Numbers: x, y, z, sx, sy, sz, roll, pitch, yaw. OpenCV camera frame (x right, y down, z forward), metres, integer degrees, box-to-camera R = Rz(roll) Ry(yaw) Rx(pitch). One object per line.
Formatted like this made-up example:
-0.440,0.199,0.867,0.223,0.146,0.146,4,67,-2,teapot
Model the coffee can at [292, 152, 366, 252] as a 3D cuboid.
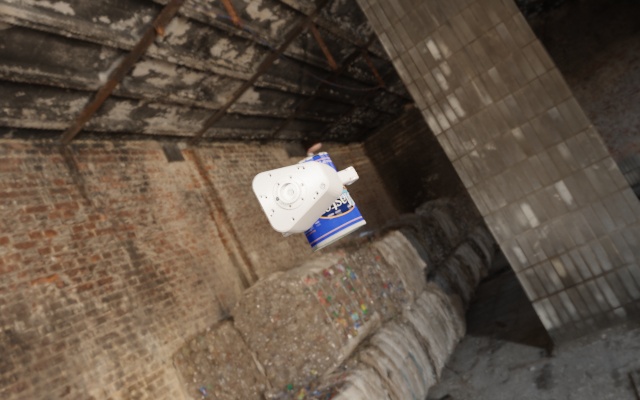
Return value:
0.000,0.003,0.823,0.103,0.140,0.103,-28,-7,-4,coffee can
